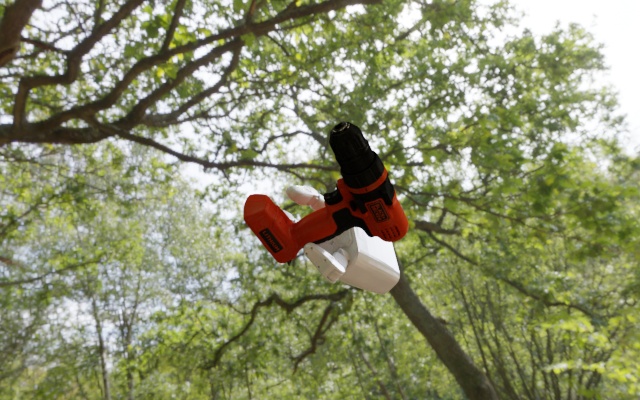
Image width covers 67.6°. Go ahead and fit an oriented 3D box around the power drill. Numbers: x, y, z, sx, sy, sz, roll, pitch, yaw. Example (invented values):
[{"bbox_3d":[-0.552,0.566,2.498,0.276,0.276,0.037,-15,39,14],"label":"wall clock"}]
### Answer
[{"bbox_3d":[0.000,0.002,0.605,0.187,0.184,0.057,-18,36,20],"label":"power drill"}]
